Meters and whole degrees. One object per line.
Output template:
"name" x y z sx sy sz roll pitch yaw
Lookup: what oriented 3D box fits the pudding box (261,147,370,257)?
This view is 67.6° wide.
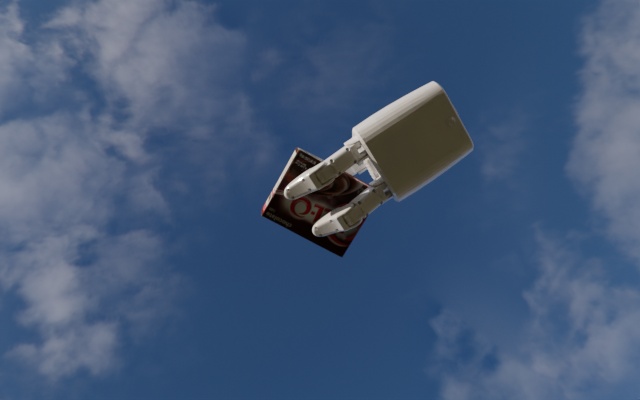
"pudding box" 0.000 0.002 0.565 0.113 0.090 0.039 29 10 -9
